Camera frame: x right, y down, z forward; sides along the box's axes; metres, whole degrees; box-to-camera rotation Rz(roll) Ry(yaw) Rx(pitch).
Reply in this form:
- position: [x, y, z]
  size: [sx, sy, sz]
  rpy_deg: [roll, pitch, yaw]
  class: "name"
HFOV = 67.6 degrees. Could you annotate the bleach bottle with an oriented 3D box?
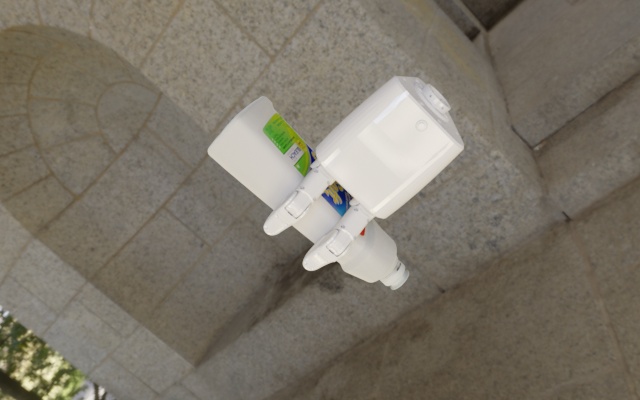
- position: [0.000, 0.002, 0.524]
  size: [0.068, 0.251, 0.102]
  rpy_deg: [-43, 10, 26]
  class: "bleach bottle"
